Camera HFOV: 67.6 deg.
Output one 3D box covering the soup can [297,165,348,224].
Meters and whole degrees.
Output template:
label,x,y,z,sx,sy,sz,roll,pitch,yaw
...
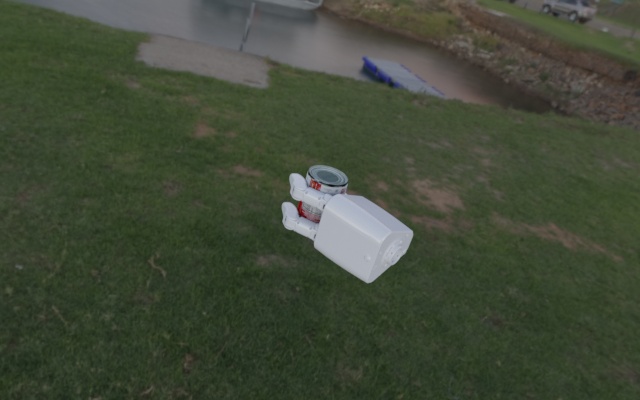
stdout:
label,x,y,z,sx,sy,sz,roll,pitch,yaw
soup can,0.000,0.002,0.775,0.068,0.102,0.068,13,28,-7
